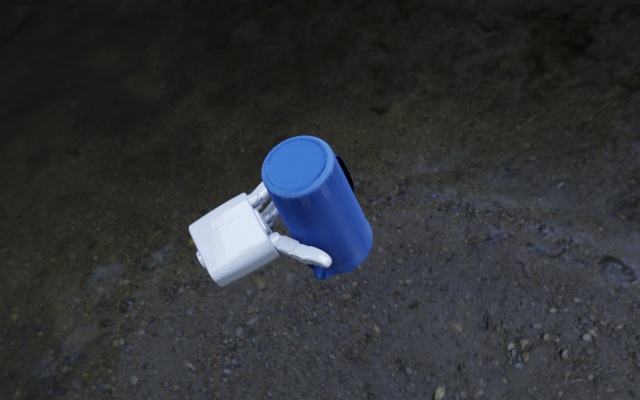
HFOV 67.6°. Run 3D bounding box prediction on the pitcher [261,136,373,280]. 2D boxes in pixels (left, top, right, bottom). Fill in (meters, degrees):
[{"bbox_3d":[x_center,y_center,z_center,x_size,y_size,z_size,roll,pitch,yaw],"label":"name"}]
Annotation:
[{"bbox_3d":[0.000,0.003,0.763,0.145,0.149,0.243,-29,-36,-2],"label":"pitcher"}]
